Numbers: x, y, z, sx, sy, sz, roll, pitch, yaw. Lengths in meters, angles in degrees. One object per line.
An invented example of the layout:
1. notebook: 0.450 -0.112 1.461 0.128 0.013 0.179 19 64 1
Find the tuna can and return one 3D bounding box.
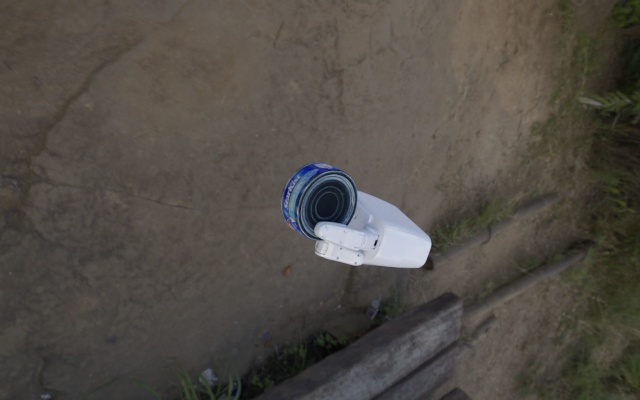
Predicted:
1. tuna can: 0.000 0.002 0.539 0.086 0.086 0.033 0 18 -36
